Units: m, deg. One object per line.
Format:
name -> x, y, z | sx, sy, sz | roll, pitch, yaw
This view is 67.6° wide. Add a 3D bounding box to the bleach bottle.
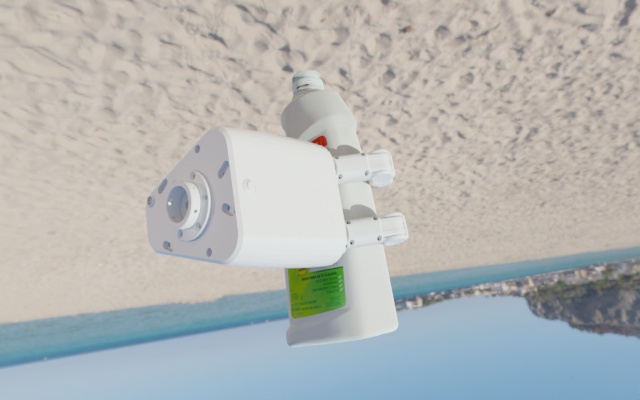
bleach bottle -> 0.000, 0.001, 0.447 | 0.102, 0.250, 0.068 | -20, -16, 38
